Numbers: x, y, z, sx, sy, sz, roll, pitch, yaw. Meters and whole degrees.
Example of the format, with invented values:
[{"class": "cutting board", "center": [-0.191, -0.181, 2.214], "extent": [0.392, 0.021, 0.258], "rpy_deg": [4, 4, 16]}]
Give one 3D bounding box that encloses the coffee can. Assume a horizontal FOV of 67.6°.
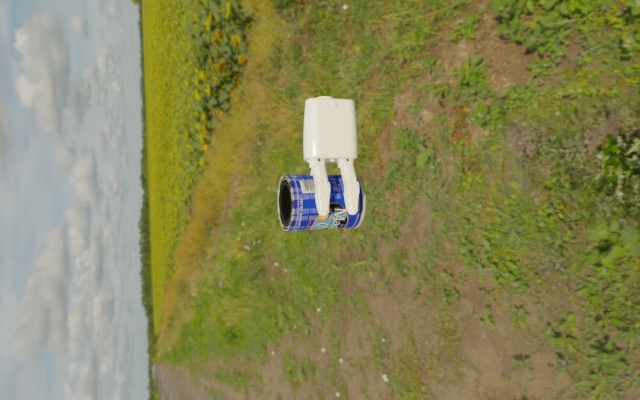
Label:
[{"class": "coffee can", "center": [0.000, 0.003, 0.887], "extent": [0.140, 0.103, 0.103], "rpy_deg": [-2, 0, -20]}]
